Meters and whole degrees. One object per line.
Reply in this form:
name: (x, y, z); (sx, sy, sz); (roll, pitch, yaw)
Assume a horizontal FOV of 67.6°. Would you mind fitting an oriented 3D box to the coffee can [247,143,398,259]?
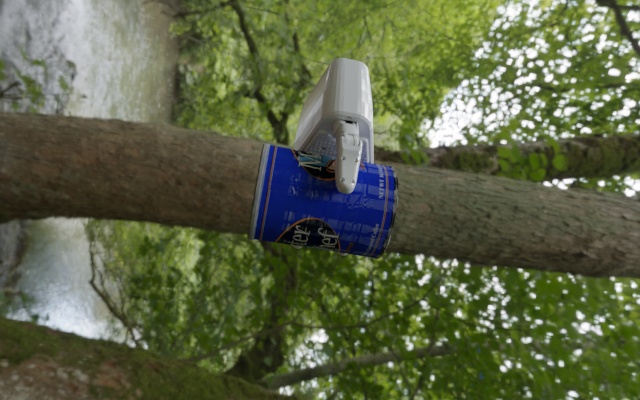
coffee can: (0.000, 0.002, 0.510); (0.140, 0.103, 0.103); (10, -1, -6)
